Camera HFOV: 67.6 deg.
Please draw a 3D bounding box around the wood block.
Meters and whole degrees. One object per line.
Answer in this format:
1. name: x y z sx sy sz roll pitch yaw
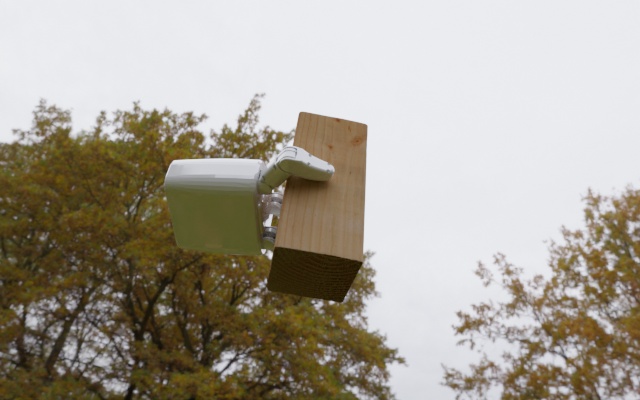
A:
1. wood block: 0.000 0.001 0.561 0.090 0.206 0.091 11 -40 -5
